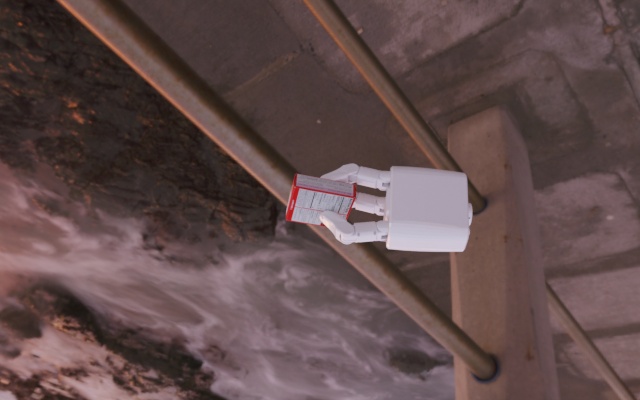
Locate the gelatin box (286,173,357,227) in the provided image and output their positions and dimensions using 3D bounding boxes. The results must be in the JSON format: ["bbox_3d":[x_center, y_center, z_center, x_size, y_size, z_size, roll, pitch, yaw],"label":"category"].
[{"bbox_3d":[0.000,0.003,0.680,0.089,0.030,0.073,9,-43,-8],"label":"gelatin box"}]
